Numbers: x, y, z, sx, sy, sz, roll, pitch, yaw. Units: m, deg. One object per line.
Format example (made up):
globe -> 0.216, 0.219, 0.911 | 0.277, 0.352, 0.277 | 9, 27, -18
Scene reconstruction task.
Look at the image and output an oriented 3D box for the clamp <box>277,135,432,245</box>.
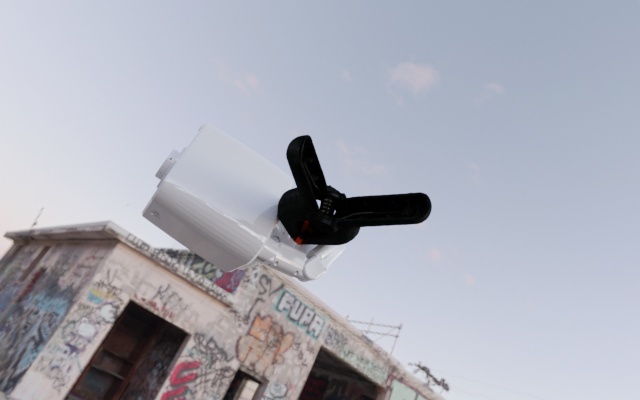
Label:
clamp -> 0.000, 0.001, 0.416 | 0.120, 0.039, 0.171 | 35, -30, -16
